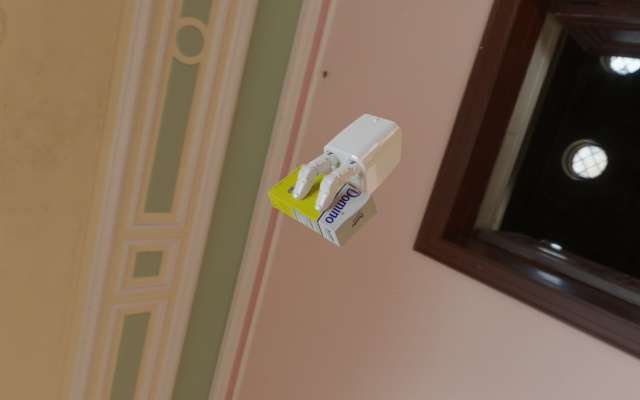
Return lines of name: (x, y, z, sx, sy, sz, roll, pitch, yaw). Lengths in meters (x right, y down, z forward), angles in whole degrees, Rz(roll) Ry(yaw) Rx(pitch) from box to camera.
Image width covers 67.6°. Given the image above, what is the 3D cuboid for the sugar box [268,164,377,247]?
sugar box: (0.000, 0.002, 0.814, 0.093, 0.048, 0.176, -42, 43, -23)
